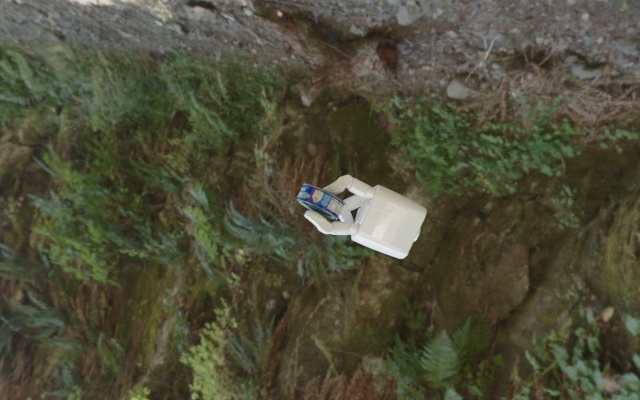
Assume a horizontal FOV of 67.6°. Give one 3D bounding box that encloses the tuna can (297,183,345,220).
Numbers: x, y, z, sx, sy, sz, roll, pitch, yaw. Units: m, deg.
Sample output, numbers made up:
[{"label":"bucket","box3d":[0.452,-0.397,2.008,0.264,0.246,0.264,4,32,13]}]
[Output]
[{"label":"tuna can","box3d":[0.000,0.003,0.877,0.086,0.033,0.086,25,-9,4]}]
